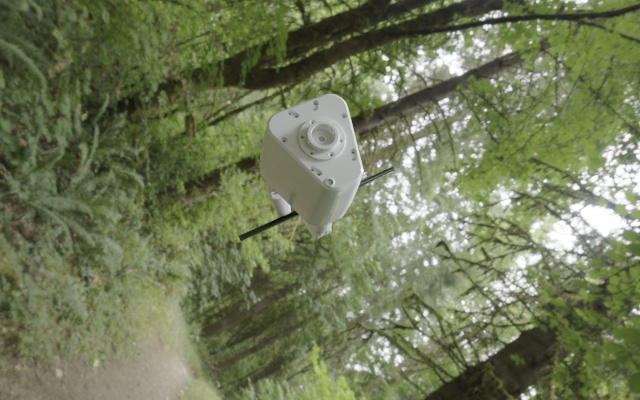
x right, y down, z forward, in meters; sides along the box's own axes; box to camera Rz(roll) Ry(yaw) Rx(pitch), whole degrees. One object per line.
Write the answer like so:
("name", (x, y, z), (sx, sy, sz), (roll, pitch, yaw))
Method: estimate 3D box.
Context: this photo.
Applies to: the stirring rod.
("stirring rod", (0.000, 0.002, 0.655), (0.239, 0.011, 0.011), (-24, 8, -17))
